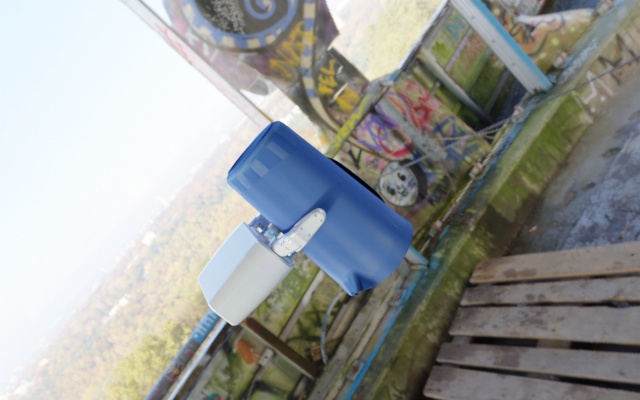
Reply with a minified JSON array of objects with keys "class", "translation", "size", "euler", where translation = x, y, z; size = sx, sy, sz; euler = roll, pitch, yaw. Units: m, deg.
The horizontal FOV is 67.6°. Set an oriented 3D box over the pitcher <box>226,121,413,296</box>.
[{"class":"pitcher","translation":[0.000,0.002,0.654],"size":[0.243,0.145,0.149],"euler":[41,-4,-15]}]
